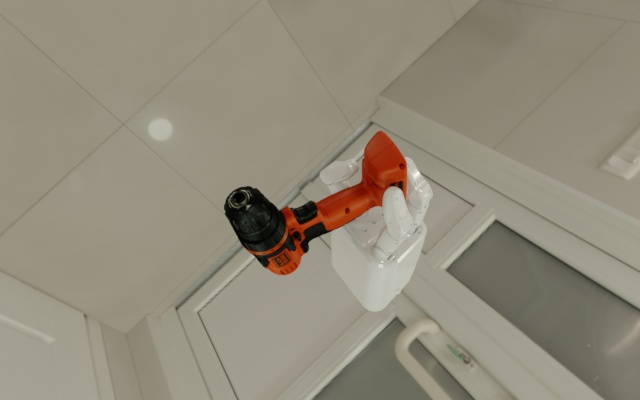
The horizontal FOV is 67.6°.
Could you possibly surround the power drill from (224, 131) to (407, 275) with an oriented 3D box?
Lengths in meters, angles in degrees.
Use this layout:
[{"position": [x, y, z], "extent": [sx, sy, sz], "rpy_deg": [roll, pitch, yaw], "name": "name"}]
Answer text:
[{"position": [0.001, 0.002, 0.510], "extent": [0.187, 0.057, 0.184], "rpy_deg": [-28, -24, -4], "name": "power drill"}]
